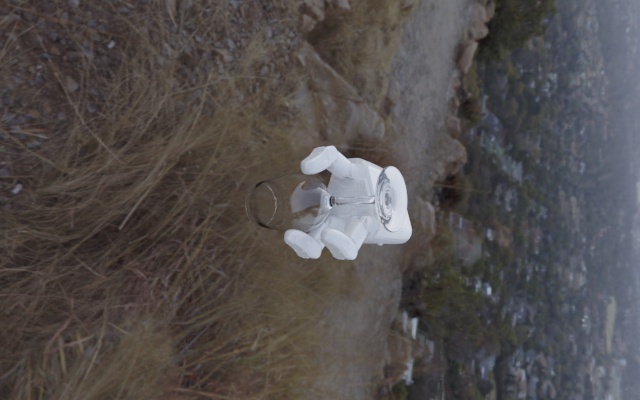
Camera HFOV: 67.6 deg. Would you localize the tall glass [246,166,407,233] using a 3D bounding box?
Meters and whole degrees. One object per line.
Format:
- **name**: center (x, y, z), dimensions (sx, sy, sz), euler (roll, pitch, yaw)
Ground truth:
- **tall glass**: center (0.001, 0.002, 0.589), dimensions (0.201, 0.079, 0.079), euler (-2, -1, 36)
